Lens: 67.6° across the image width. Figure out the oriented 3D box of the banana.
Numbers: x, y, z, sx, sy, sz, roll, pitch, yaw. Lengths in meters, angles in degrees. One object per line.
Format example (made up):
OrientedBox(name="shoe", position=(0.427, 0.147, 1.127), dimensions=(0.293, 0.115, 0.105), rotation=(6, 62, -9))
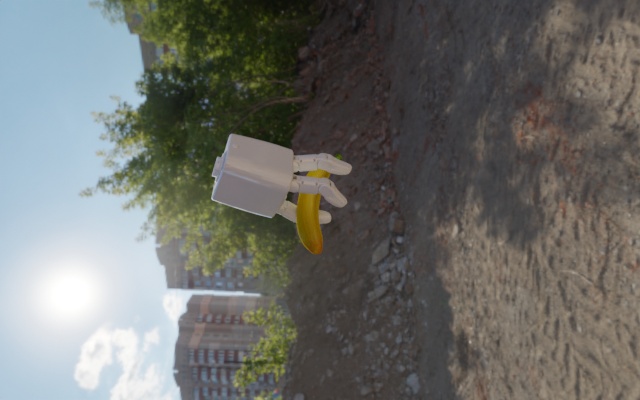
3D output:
OrientedBox(name="banana", position=(-0.011, 0.006, 0.793), dimensions=(0.037, 0.197, 0.070), rotation=(31, -37, -28))
